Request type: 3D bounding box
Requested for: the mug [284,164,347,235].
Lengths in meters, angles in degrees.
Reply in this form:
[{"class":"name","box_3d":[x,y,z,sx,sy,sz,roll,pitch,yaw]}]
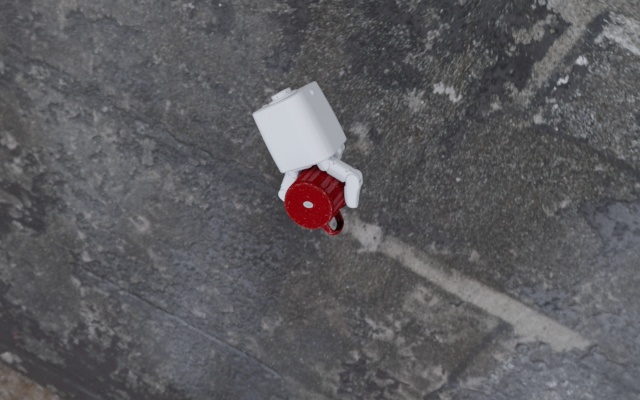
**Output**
[{"class":"mug","box_3d":[0.001,0.004,0.749,0.093,0.117,0.081,-19,17,30]}]
